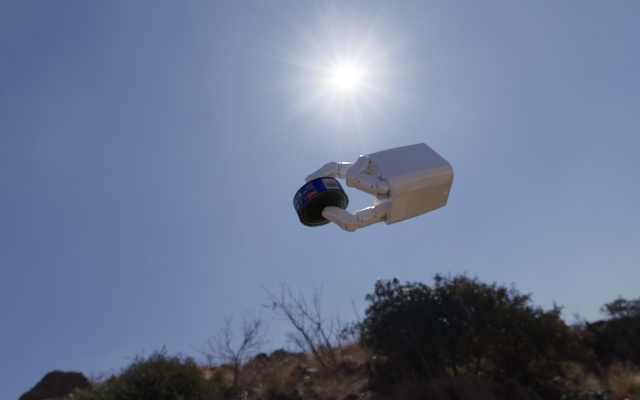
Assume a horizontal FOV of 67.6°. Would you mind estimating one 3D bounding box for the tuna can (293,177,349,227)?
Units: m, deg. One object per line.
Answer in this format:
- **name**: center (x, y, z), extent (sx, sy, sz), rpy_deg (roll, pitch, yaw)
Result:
- **tuna can**: center (0.000, 0.002, 0.764), extent (0.086, 0.033, 0.086), rpy_deg (-18, -36, -13)
